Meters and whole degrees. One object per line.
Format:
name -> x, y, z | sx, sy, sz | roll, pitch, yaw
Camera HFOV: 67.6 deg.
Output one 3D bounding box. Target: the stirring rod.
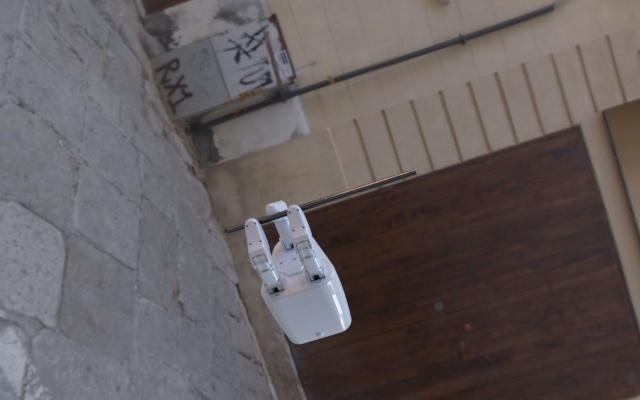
stirring rod -> 0.000, 0.002, 0.583 | 0.239, 0.011, 0.011 | -18, -1, 4
